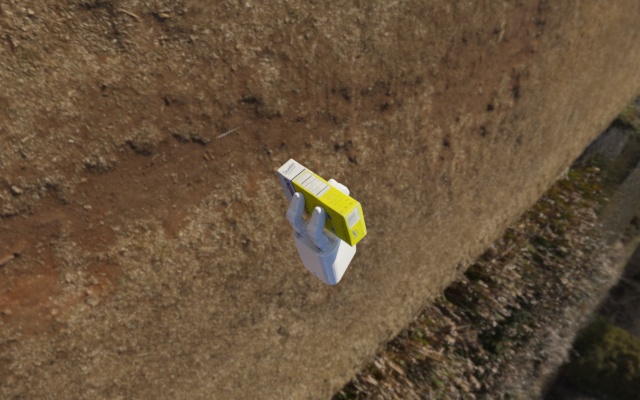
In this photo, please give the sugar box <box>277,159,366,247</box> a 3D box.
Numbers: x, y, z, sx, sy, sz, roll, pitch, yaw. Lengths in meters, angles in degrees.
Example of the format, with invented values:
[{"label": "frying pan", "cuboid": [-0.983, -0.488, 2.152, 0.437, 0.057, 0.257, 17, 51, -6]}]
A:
[{"label": "sugar box", "cuboid": [0.000, 0.003, 0.861, 0.176, 0.048, 0.093, 31, -26, 34]}]
